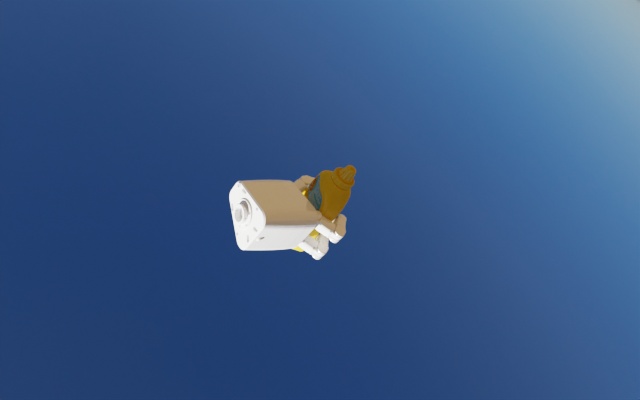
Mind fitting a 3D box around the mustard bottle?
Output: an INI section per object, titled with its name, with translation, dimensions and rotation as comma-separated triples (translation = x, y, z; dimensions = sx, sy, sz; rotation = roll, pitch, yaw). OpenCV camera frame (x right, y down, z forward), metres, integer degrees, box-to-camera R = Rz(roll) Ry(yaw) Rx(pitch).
[mustard bottle]
translation = 0.000, 0.003, 0.849
dimensions = 0.058, 0.096, 0.192
rotation = 22, -48, -25
